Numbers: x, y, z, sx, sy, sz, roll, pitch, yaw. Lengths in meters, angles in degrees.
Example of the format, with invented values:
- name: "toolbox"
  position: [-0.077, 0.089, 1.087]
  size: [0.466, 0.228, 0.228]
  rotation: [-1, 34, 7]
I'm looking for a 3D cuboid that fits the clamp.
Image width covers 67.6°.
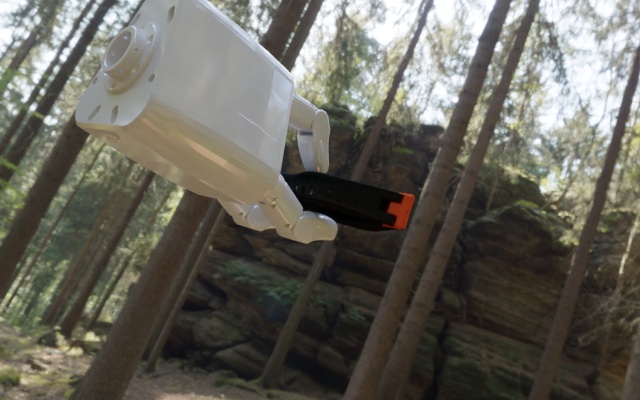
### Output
- name: "clamp"
  position: [0.001, 0.001, 0.443]
  size: [0.210, 0.036, 0.165]
  rotation: [10, -12, 40]
